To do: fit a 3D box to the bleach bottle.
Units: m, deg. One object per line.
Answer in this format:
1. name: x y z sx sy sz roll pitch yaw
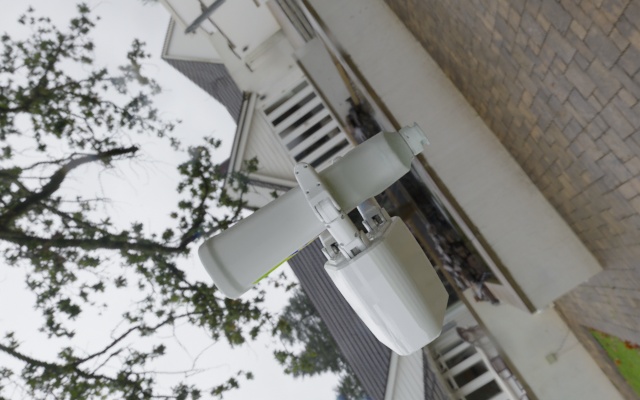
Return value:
1. bleach bottle: 0.000 0.002 0.495 0.251 0.068 0.102 -34 -1 7
